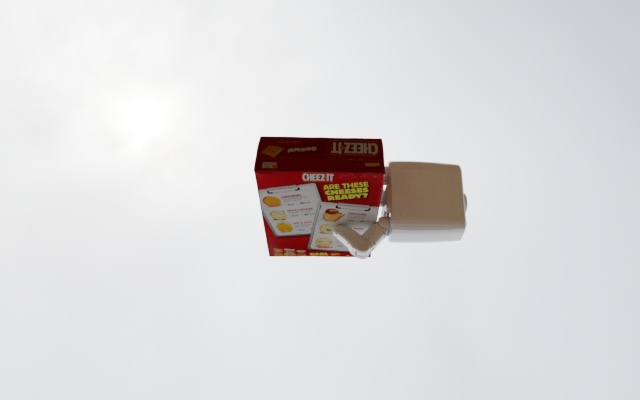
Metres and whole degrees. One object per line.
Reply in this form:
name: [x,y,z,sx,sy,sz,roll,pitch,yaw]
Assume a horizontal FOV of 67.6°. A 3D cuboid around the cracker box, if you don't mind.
cracker box: [0.000,0.002,0.687,0.164,0.072,0.214,1,-36,1]
